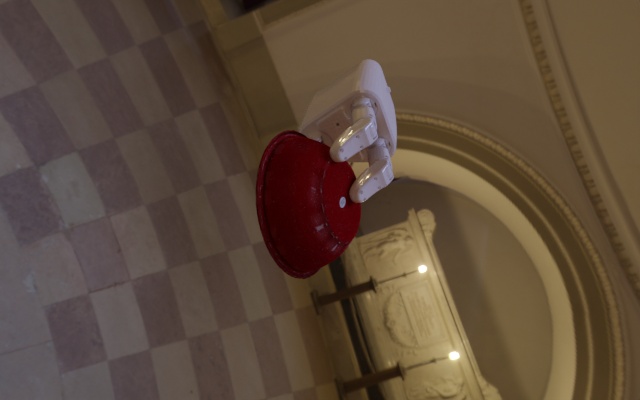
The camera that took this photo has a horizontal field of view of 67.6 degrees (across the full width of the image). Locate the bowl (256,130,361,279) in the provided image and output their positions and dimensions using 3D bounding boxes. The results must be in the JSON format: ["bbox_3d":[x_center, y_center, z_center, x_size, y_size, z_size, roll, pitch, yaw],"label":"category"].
[{"bbox_3d":[0.000,0.003,0.509,0.055,0.162,0.162,-5,-3,29],"label":"bowl"}]
